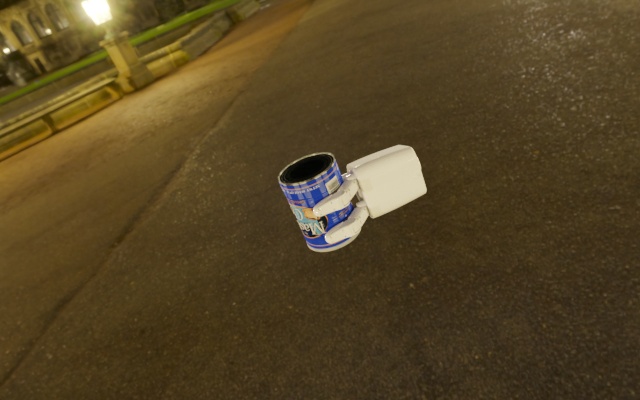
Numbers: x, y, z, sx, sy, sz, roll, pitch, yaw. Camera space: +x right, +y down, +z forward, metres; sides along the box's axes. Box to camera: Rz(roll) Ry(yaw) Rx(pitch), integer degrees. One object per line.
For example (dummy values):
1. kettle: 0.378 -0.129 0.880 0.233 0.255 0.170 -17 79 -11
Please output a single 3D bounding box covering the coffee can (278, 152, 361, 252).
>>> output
1. coffee can: 0.000 0.003 0.823 0.103 0.140 0.102 -18 27 10
